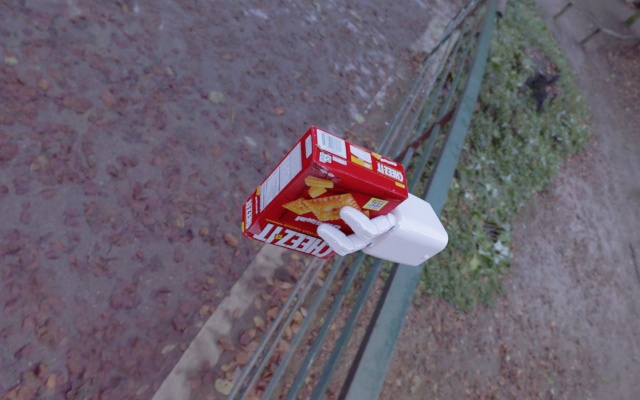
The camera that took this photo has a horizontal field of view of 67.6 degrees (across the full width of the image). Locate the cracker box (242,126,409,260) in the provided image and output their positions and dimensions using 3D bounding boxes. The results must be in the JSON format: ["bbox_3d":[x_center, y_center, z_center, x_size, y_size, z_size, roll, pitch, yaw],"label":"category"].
[{"bbox_3d":[0.000,0.002,0.723,0.164,0.072,0.214,20,-42,-27],"label":"cracker box"}]
